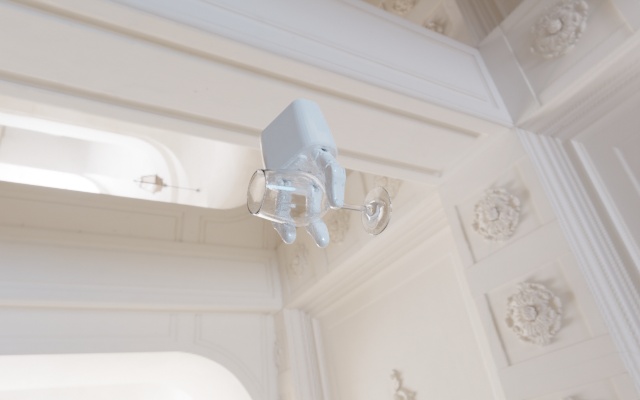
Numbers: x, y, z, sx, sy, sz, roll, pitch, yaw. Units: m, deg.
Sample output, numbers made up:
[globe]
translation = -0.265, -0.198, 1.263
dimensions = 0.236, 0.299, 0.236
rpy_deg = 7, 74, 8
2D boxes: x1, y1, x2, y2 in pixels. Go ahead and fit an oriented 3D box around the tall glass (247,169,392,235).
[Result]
[tall glass]
translation = 0.001, 0.002, 0.678
dimensions = 0.201, 0.079, 0.079
rpy_deg = 9, -5, -30
